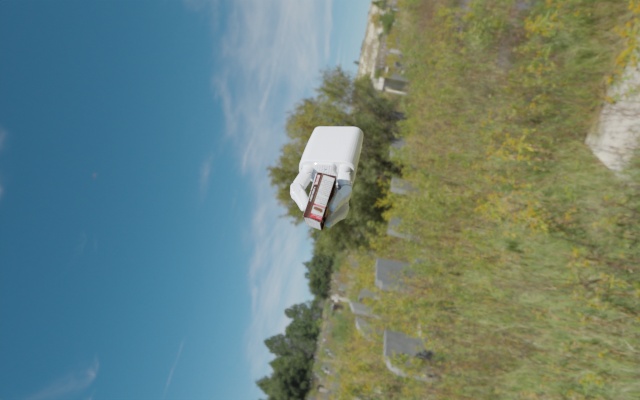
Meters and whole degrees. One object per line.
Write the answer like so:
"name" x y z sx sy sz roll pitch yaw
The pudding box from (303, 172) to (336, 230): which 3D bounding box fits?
"pudding box" 0.000 0.003 0.888 0.039 0.090 0.113 16 -9 6
